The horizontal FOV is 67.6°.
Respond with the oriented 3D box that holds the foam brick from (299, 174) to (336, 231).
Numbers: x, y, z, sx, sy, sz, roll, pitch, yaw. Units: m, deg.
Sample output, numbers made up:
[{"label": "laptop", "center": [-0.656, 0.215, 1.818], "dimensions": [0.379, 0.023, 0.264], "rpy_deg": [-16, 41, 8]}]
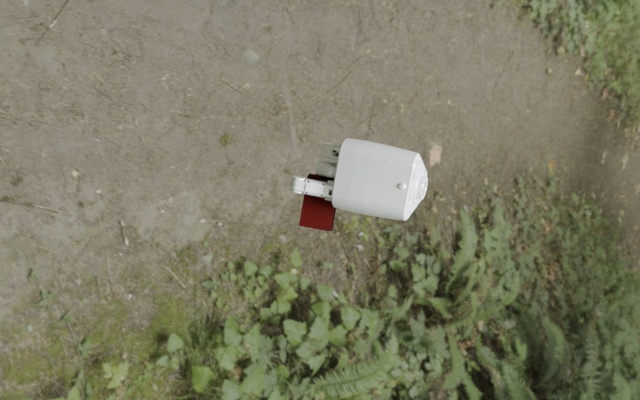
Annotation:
[{"label": "foam brick", "center": [0.000, 0.003, 0.719], "dimensions": [0.051, 0.078, 0.053], "rpy_deg": [10, 7, 0]}]
